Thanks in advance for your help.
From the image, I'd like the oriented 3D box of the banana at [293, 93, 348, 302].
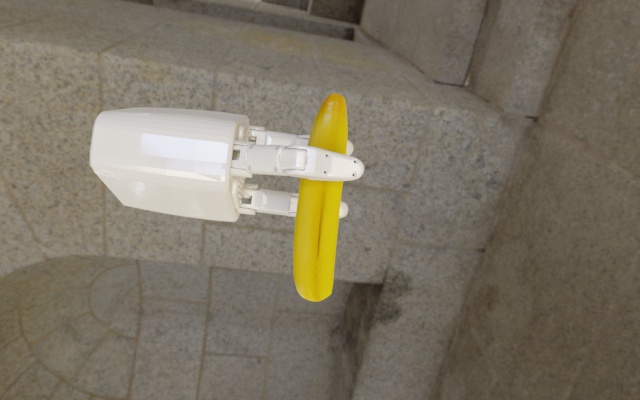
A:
[{"bbox_3d":[-0.001,0.011,0.409,0.037,0.198,0.069,6,21,2],"label":"banana"}]
